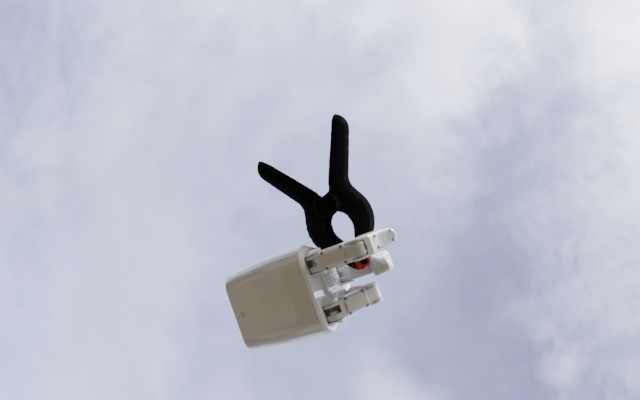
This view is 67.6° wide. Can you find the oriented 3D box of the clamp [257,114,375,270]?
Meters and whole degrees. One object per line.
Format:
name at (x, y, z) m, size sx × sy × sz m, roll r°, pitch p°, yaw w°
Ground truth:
clamp at (0.000, 0.002, 0.542) m, size 0.120 × 0.171 × 0.039 m, roll -21°, pitch -5°, yaw 26°
